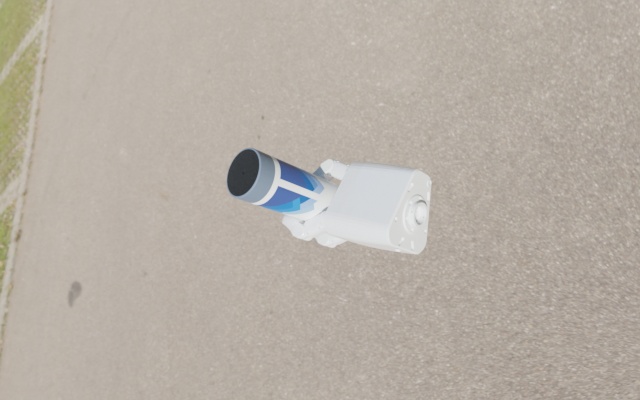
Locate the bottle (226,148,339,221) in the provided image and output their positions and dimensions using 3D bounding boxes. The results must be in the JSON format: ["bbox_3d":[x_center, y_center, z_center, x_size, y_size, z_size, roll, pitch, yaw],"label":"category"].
[{"bbox_3d":[0.000,0.002,0.700,0.069,0.069,0.296,0,-15,43],"label":"bottle"}]
